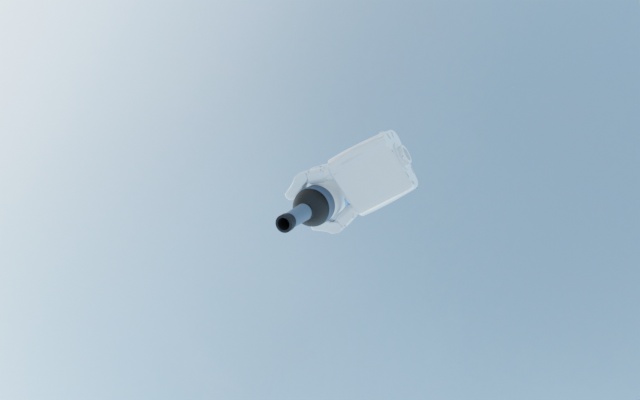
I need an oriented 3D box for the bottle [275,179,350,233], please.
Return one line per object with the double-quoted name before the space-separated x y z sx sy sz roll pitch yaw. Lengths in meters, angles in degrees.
"bottle" 0.000 0.003 0.824 0.069 0.069 0.295 0 12 22
